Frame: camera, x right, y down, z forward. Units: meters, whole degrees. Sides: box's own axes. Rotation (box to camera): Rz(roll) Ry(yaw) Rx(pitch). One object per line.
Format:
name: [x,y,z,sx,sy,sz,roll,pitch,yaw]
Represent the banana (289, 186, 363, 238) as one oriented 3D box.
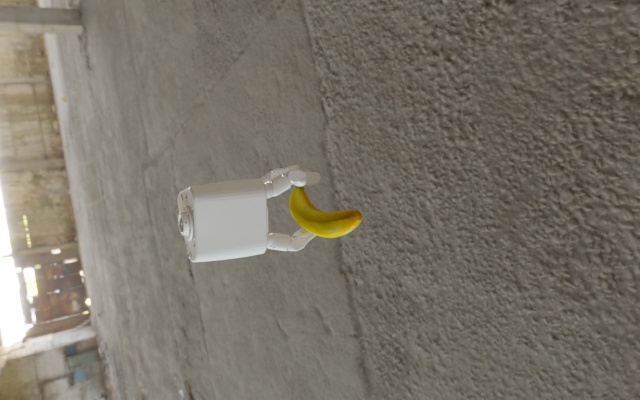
banana: [-0.004,0.019,0.723,0.037,0.070,0.197,-4,21,-30]
